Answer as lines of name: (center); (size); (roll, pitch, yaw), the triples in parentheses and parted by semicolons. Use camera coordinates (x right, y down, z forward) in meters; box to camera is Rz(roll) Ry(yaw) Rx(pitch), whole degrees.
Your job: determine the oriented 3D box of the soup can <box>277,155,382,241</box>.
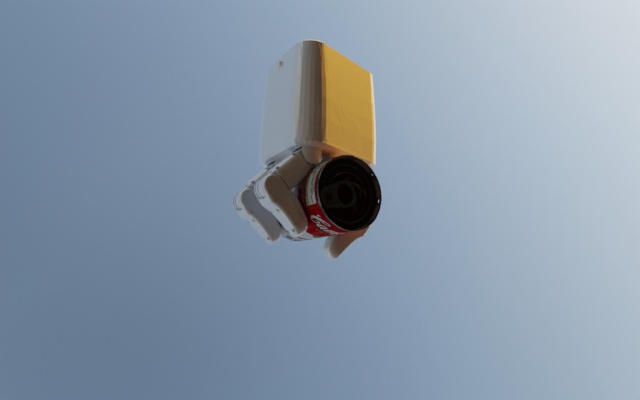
soup can: (0.000, 0.002, 0.457); (0.068, 0.068, 0.102); (0, -10, -32)
